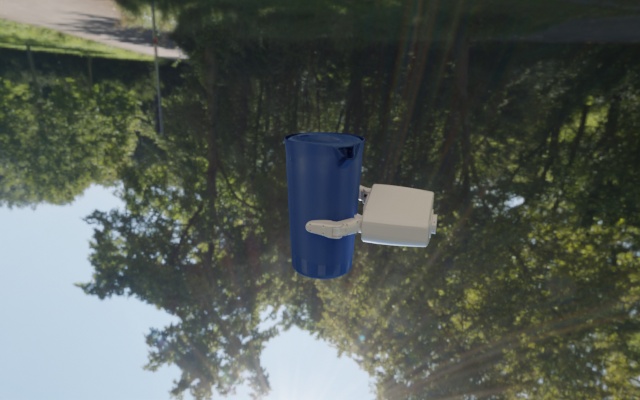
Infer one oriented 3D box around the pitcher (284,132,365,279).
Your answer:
[{"bbox_3d":[0.000,0.003,0.830,0.145,0.243,0.149,6,17,14],"label":"pitcher"}]
